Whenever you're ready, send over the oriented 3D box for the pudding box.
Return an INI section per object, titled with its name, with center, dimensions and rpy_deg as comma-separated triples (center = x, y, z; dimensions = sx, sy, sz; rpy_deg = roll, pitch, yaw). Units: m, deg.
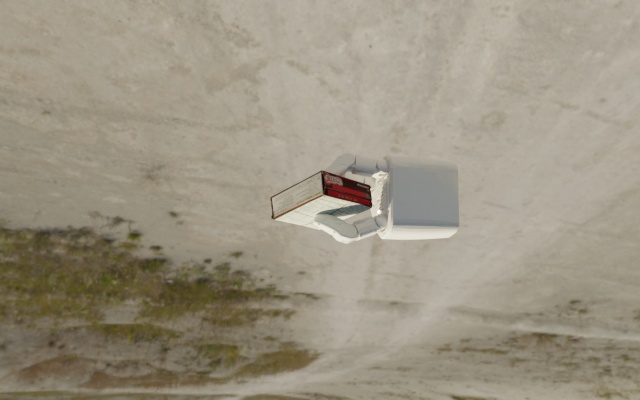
[pudding box]
center = 0.000, 0.002, 0.649
dimensions = 0.090, 0.039, 0.113
rpy_deg = 16, -30, -39
